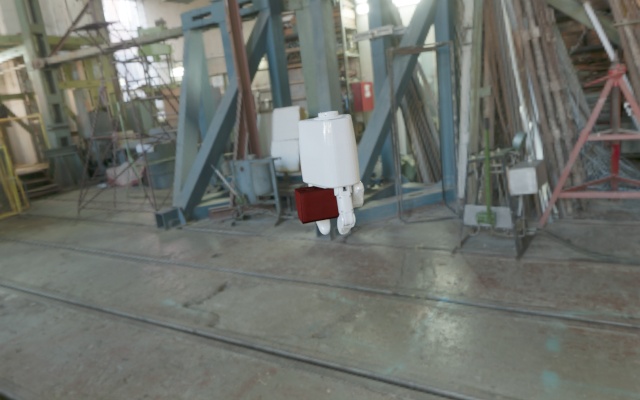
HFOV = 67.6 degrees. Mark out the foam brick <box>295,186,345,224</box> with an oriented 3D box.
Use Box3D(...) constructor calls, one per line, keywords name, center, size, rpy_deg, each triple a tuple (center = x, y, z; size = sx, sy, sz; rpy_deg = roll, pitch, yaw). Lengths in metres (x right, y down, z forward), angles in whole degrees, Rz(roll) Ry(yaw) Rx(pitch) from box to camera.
Box3D(name="foam brick", center=(0.000, 0.003, 0.795), size=(0.078, 0.051, 0.053), rpy_deg=(-10, 14, -12))
